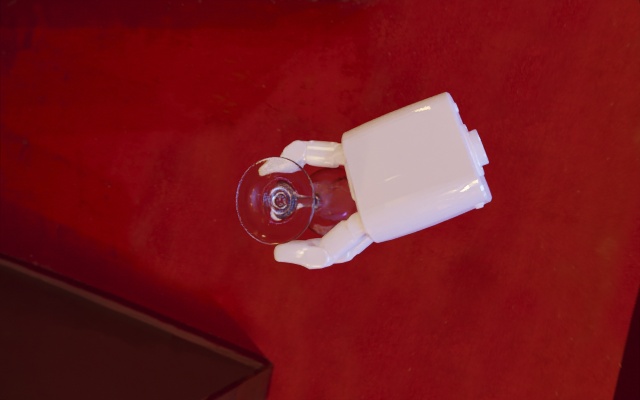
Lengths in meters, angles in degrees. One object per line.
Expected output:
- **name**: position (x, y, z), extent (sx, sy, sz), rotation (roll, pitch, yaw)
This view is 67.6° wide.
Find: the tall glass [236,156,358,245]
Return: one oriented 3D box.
- **tall glass**: position (0.000, 0.002, 0.489), extent (0.079, 0.079, 0.201), rotation (0, -1, 23)
